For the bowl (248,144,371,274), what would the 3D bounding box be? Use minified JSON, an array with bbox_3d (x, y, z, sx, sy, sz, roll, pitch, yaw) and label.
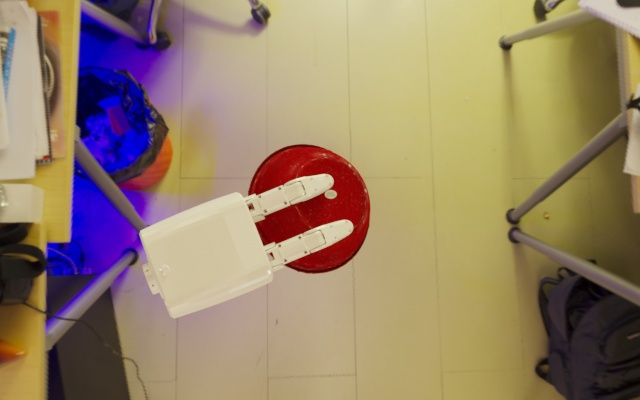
[{"bbox_3d":[0.001,0.001,0.557,0.162,0.162,0.055,0,-14,-26],"label":"bowl"}]
